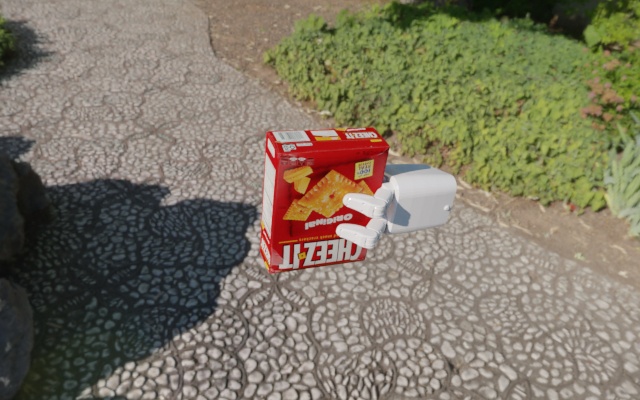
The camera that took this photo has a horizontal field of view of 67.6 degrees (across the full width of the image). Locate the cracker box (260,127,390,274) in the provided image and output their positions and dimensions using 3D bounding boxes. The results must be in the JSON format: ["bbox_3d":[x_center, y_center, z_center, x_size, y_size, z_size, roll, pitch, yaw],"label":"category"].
[{"bbox_3d":[0.000,0.002,0.711,0.164,0.214,0.072,-5,35,-19],"label":"cracker box"}]
